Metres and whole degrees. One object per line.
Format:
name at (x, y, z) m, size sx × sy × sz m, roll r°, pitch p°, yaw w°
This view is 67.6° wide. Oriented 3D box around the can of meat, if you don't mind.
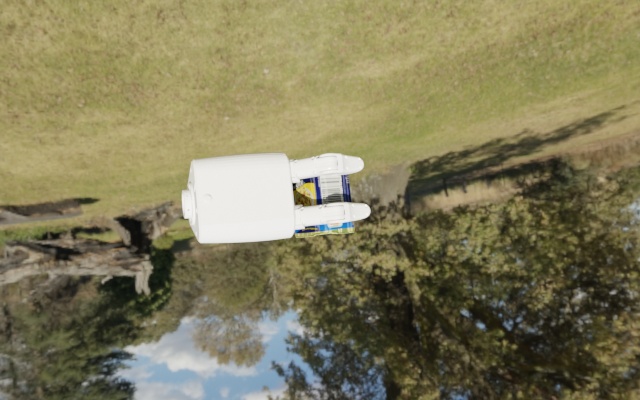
can of meat at (0.000, 0.002, 0.600) m, size 0.057 × 0.084 × 0.102 m, roll -4°, pitch -4°, yaw -23°
